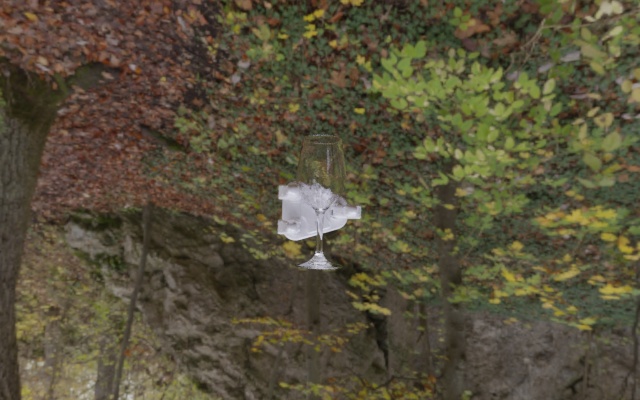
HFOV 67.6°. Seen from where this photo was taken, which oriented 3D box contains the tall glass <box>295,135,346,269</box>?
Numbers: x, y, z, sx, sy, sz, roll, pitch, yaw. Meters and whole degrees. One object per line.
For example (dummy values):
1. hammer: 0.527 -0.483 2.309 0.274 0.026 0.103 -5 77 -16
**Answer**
1. tall glass: 0.000 0.003 0.741 0.079 0.201 0.079 2 -2 0
